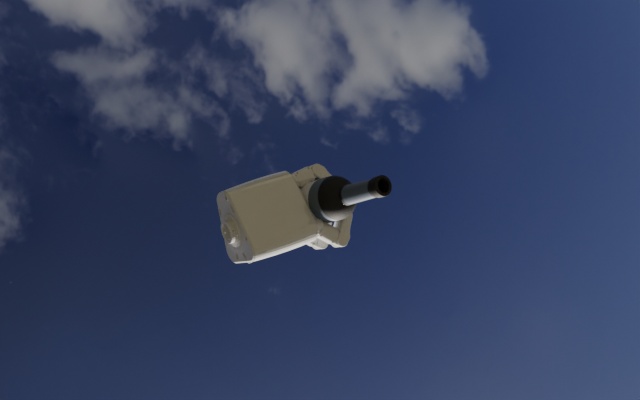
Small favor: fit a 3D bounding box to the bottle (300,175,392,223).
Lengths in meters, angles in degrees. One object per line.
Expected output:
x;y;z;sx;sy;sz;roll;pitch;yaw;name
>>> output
0.000;0.002;0.720;0.069;0.069;0.296;0;-8;-33;bottle
